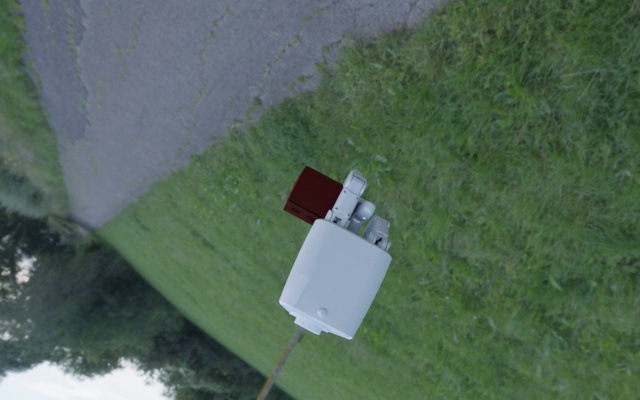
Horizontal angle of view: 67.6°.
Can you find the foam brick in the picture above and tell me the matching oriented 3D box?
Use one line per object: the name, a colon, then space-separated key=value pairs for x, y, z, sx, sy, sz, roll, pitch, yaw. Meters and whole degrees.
foam brick: x=0.000 y=0.002 z=0.591 sx=0.078 sy=0.051 sz=0.053 roll=28 pitch=-16 yaw=-4
